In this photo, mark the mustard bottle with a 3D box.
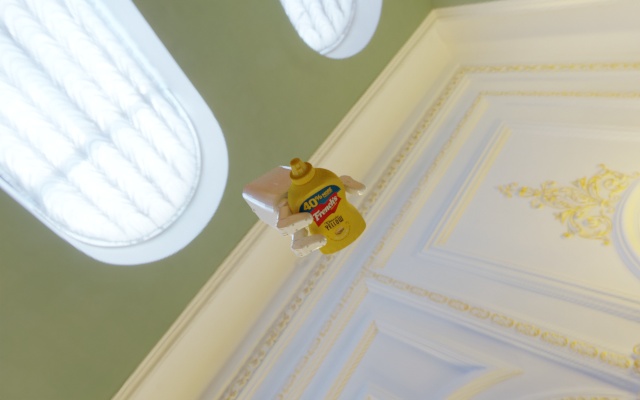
[{"bbox_3d":[0.000,0.003,0.798,0.096,0.192,0.058,-33,38,0],"label":"mustard bottle"}]
